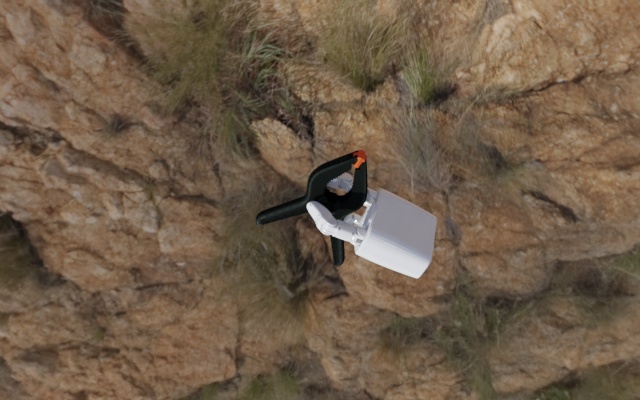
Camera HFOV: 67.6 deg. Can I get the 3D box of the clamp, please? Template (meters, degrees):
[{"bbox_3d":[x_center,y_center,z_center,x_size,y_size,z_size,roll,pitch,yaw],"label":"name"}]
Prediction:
[{"bbox_3d":[0.000,0.003,0.746,0.164,0.210,0.036,23,33,-8],"label":"clamp"}]
